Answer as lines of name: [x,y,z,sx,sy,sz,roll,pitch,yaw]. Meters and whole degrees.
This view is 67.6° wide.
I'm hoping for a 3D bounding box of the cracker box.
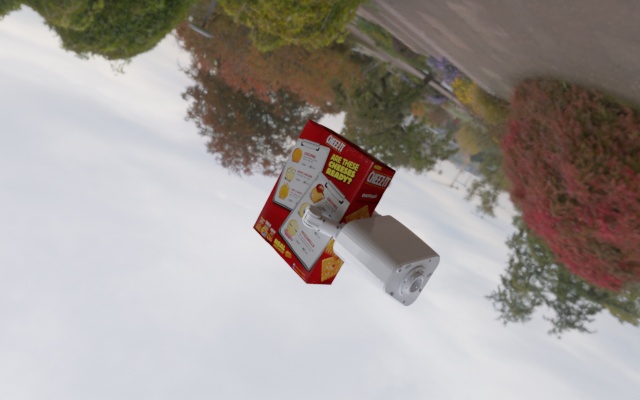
cracker box: [0.000,0.003,0.770,0.072,0.214,0.164,14,19,-48]
